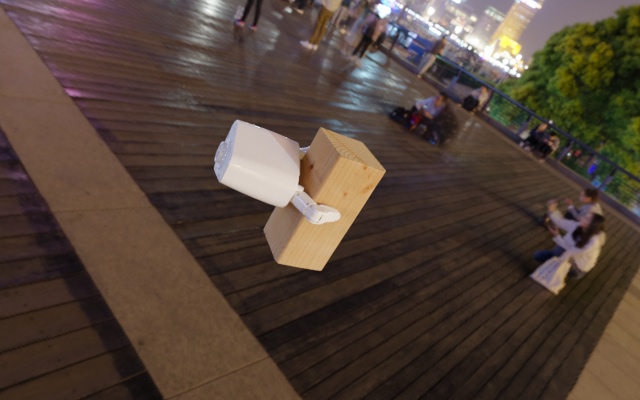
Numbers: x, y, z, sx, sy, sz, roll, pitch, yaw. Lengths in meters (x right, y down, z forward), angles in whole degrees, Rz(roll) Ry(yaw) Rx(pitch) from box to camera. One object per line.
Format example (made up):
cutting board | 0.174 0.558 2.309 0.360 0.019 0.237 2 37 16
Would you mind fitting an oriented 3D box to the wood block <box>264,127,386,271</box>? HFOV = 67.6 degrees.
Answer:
wood block | 0.000 0.002 0.765 0.090 0.206 0.090 15 28 -32
